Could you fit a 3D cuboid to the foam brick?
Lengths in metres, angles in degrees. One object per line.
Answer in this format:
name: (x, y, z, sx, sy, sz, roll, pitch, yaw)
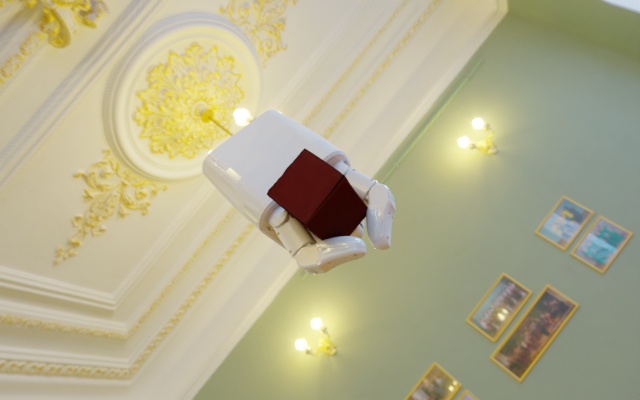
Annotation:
foam brick: (0.000, 0.001, 0.420, 0.051, 0.053, 0.078, 38, -5, 31)
